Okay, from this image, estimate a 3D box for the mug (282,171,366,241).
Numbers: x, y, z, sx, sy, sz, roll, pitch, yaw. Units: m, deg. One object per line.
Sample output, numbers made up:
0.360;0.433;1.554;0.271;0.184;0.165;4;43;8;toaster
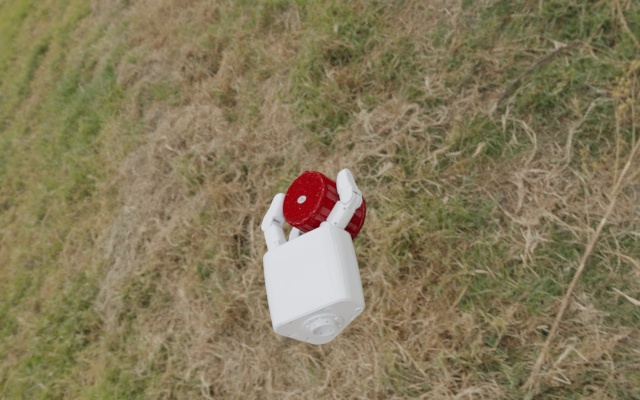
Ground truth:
0.000;0.001;0.668;0.093;0.117;0.081;-38;-46;25;mug
